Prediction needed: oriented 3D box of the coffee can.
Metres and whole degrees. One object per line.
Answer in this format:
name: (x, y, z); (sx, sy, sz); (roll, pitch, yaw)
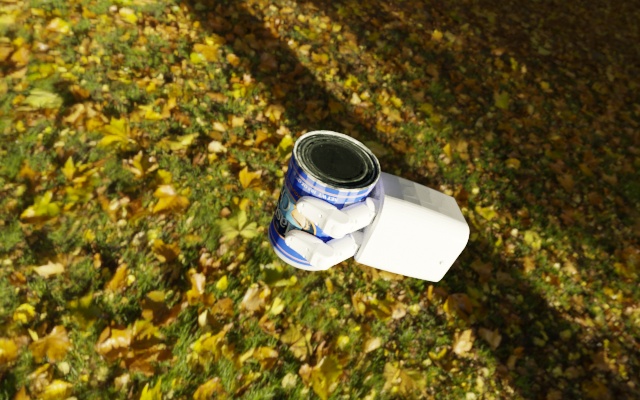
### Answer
coffee can: (0.000, 0.002, 0.581); (0.103, 0.140, 0.102); (12, 42, -11)
